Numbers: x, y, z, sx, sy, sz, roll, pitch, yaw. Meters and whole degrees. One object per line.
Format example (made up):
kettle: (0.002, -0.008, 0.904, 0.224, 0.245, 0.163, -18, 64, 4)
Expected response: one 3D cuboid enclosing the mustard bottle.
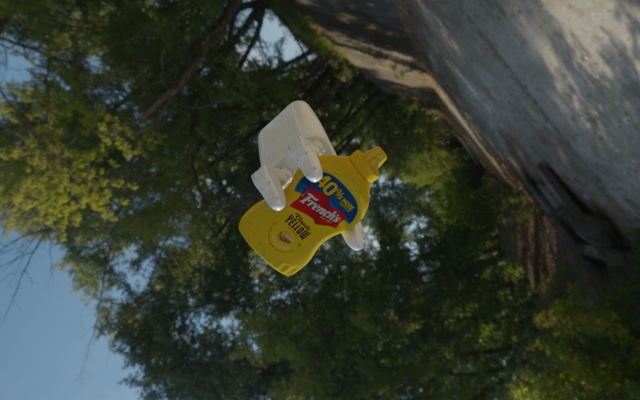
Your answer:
mustard bottle: (0.000, 0.002, 0.574, 0.192, 0.096, 0.058, -39, 13, 16)
